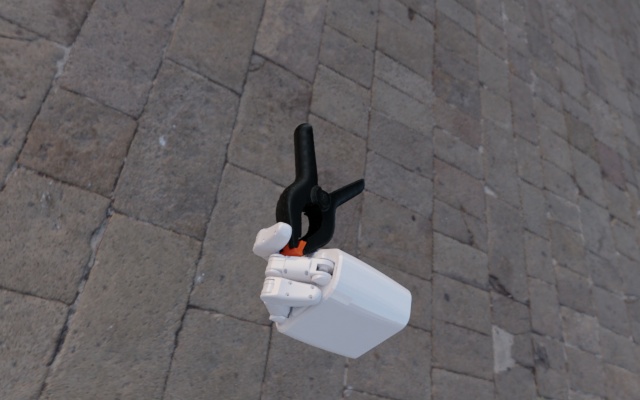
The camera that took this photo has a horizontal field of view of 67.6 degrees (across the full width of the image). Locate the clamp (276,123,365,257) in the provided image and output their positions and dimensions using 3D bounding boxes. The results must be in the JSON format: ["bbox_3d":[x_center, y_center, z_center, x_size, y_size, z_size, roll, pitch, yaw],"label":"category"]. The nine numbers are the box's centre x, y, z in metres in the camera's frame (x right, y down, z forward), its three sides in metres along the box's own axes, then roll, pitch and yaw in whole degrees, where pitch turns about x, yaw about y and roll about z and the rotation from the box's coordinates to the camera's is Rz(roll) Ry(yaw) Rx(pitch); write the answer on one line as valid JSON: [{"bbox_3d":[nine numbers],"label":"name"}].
[{"bbox_3d":[0.000,0.002,0.565,0.120,0.171,0.039,31,-35,-25],"label":"clamp"}]
